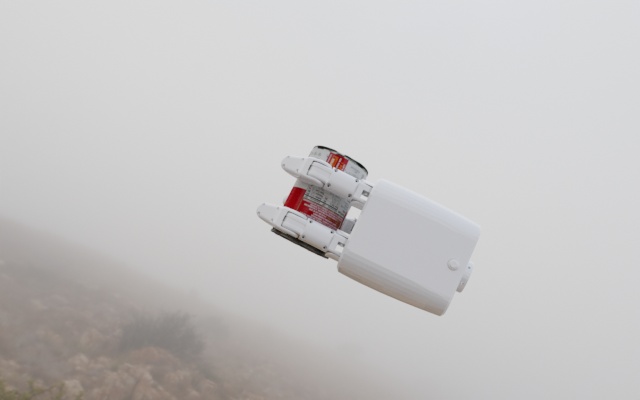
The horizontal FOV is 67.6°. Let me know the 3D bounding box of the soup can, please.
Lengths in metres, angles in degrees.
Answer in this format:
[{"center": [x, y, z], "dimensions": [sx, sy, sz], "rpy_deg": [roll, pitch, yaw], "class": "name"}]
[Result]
[{"center": [0.000, 0.001, 0.506], "dimensions": [0.068, 0.102, 0.068], "rpy_deg": [26, -7, 4], "class": "soup can"}]
